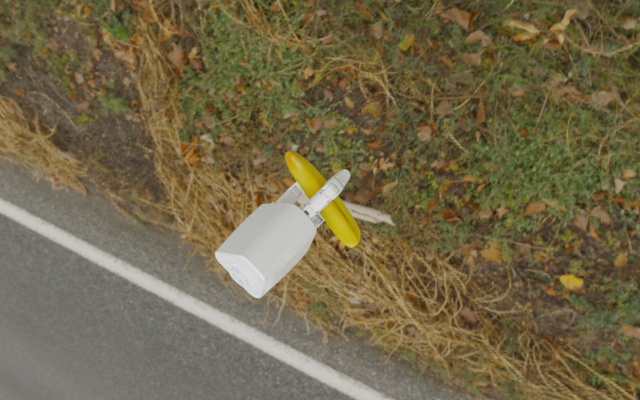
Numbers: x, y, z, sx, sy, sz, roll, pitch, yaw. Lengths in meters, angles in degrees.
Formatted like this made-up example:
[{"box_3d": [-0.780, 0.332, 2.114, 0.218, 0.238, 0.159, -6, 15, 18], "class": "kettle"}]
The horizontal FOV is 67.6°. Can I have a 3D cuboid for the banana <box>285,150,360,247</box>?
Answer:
[{"box_3d": [0.011, 0.009, 0.717, 0.037, 0.198, 0.069, -42, 29, -13], "class": "banana"}]
